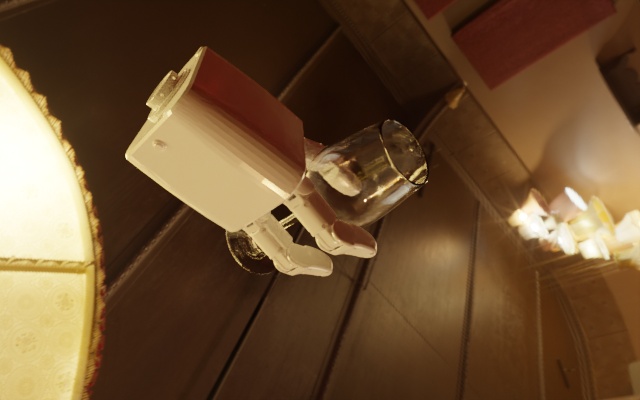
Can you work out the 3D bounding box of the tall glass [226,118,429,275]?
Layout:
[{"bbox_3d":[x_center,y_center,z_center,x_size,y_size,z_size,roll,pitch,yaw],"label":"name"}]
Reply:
[{"bbox_3d":[0.000,0.002,0.441,0.201,0.079,0.079,-31,-20,37],"label":"tall glass"}]
